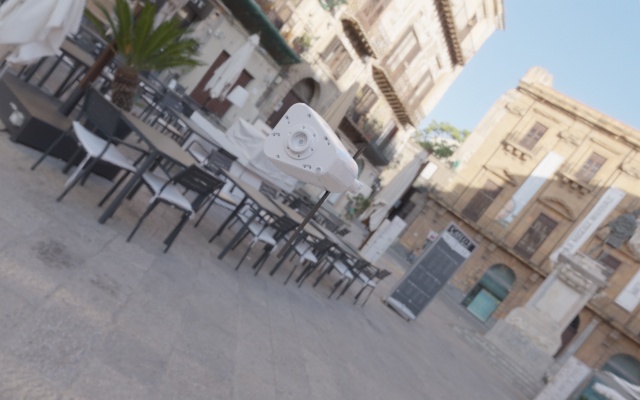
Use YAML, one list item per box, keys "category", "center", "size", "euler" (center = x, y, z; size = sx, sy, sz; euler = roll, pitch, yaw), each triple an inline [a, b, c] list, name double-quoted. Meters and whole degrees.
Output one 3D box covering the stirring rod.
- category: "stirring rod"
  center: [0.000, 0.003, 0.815]
  size: [0.011, 0.239, 0.011]
  euler: [38, 2, -2]
